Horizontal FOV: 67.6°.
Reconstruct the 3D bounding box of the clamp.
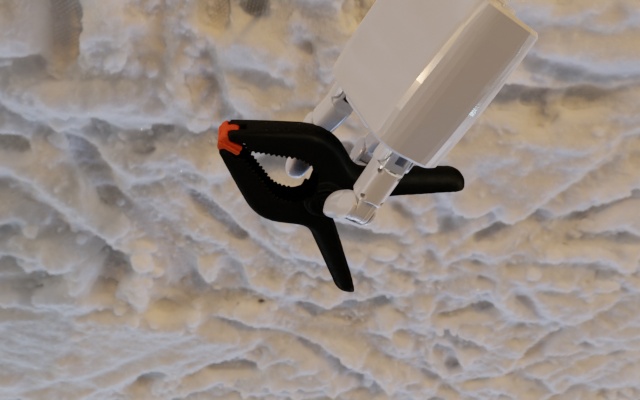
[{"bbox_3d":[0.000,0.001,0.415,0.210,0.165,0.036,23,29,-24],"label":"clamp"}]
